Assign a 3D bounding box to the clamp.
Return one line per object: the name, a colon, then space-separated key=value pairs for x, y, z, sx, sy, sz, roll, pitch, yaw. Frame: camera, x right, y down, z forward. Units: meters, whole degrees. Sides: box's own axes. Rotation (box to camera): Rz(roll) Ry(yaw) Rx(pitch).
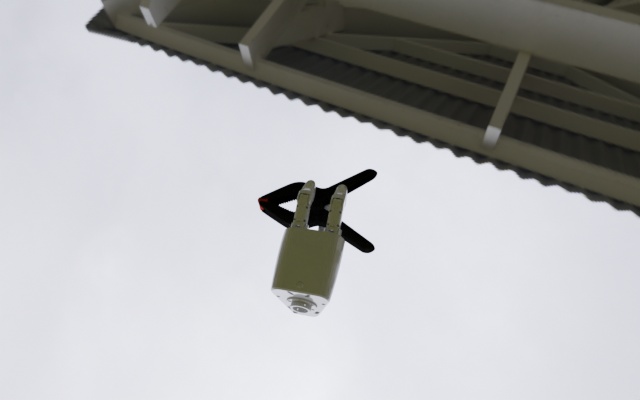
clamp: x=0.000 y=0.003 z=0.821 sx=0.210 sy=0.164 sz=0.036 roll=8 pitch=-34 yaw=9
